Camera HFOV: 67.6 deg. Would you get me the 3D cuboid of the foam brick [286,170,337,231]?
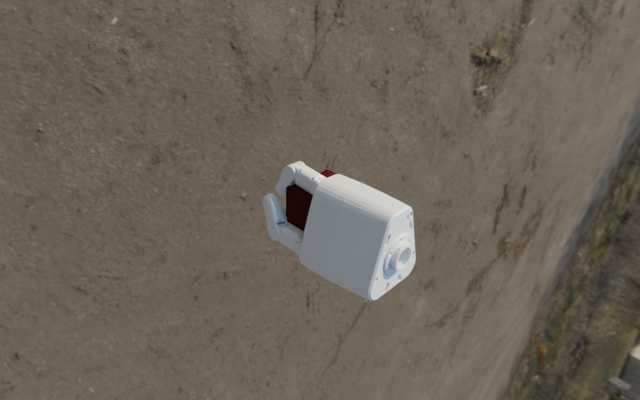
[{"bbox_3d":[0.000,0.002,0.614,0.051,0.053,0.078,26,37,35],"label":"foam brick"}]
